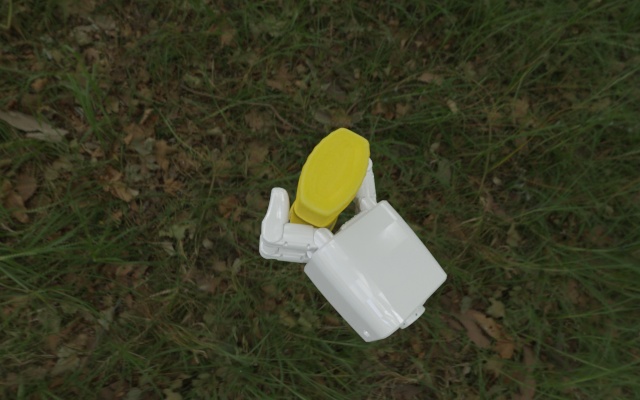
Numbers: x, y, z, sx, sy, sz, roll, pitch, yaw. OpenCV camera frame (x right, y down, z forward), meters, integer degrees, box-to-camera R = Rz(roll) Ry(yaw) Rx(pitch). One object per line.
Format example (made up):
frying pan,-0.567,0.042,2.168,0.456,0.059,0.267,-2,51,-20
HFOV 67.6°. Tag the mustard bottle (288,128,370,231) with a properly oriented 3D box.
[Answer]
mustard bottle,0.000,0.001,0.538,0.058,0.096,0.192,27,-22,1
